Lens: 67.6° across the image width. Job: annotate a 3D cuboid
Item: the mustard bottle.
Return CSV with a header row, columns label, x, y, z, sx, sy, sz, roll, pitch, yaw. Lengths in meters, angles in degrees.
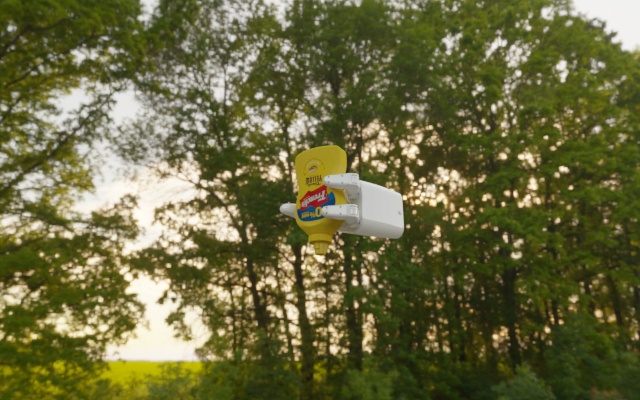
label,x,y,z,sx,sy,sz,roll,pitch,yaw
mustard bottle,0.000,0.002,0.848,0.096,0.191,0.058,-10,-21,28
